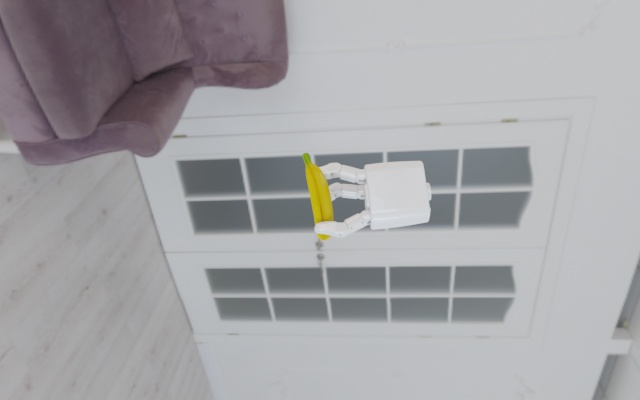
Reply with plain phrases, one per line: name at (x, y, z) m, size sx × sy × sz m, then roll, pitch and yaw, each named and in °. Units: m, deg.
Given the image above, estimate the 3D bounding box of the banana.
banana at (0.002, 0.010, 0.877) m, size 0.037 × 0.198 × 0.069 m, roll -11°, pitch 35°, yaw -2°
